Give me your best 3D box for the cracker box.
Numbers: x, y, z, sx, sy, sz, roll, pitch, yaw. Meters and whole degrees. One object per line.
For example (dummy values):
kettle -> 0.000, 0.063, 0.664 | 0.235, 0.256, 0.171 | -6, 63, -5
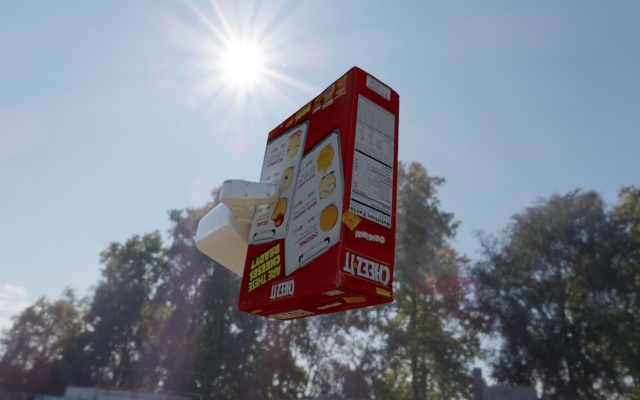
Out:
cracker box -> 0.000, 0.001, 0.477 | 0.072, 0.213, 0.164 | 21, -29, -31
